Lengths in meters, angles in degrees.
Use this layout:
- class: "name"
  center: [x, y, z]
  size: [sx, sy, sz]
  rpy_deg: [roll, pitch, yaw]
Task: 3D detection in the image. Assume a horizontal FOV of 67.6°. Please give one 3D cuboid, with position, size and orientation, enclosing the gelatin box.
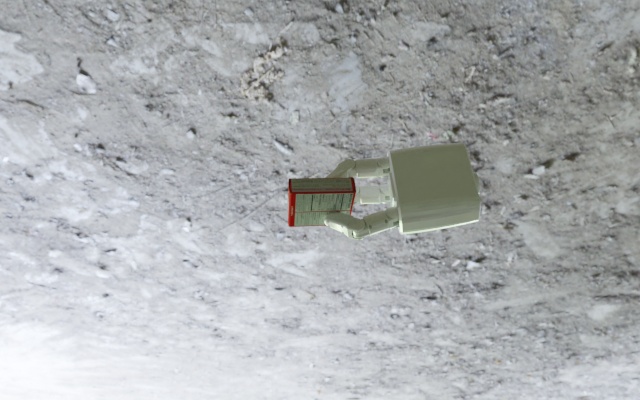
- class: "gelatin box"
  center: [0.000, 0.003, 0.650]
  size: [0.089, 0.030, 0.073]
  rpy_deg: [-2, -39, -7]
